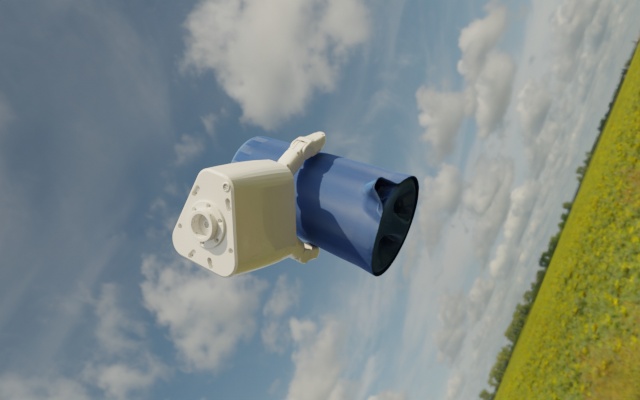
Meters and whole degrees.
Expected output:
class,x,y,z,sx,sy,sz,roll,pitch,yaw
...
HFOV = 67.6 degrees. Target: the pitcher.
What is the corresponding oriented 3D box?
class,x,y,z,sx,sy,sz,roll,pitch,yaw
pitcher,0.000,0.002,0.648,0.243,0.149,0.145,21,19,26
